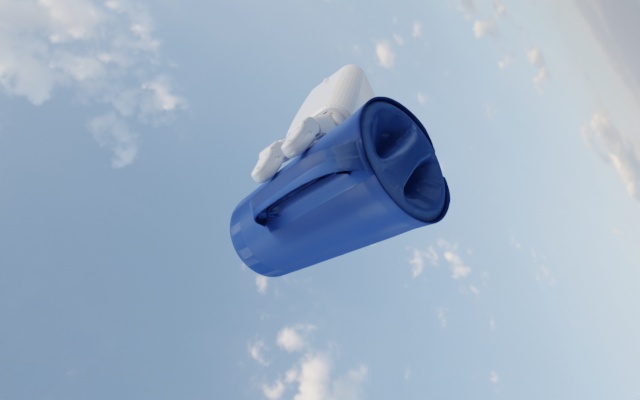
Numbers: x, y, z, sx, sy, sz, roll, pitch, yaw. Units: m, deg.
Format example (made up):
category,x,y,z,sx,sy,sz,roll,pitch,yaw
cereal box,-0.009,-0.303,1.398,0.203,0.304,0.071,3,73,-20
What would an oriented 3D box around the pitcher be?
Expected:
category,x,y,z,sx,sy,sz,roll,pitch,yaw
pitcher,0.000,0.002,0.519,0.149,0.145,0.243,42,-47,-21
